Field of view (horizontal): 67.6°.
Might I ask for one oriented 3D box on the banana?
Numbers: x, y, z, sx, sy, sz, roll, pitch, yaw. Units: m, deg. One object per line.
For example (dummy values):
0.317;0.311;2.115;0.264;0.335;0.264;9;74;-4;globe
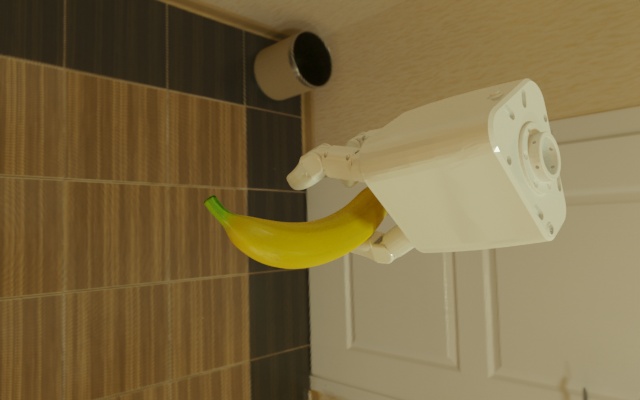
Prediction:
0.001;0.020;0.413;0.198;0.069;0.037;-6;-7;-40;banana
